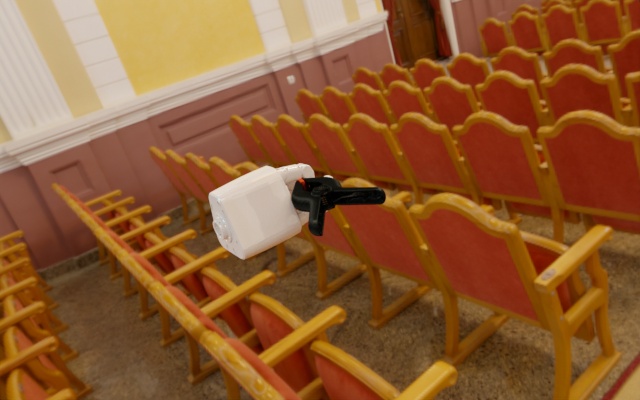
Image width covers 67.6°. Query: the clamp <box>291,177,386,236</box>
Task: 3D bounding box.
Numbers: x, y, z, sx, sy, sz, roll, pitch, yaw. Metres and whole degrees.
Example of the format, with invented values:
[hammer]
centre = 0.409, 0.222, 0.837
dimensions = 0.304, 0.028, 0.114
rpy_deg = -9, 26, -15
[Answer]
[clamp]
centre = 0.000, 0.002, 0.702
dimensions = 0.120, 0.039, 0.171
rpy_deg = -25, 22, -30
